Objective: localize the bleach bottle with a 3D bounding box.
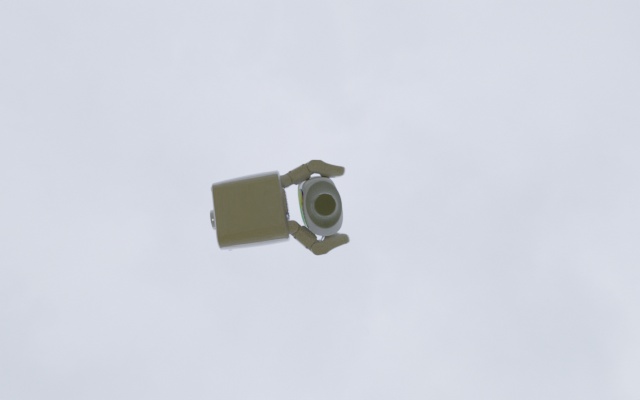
[{"bbox_3d":[0.000,0.002,0.733,0.068,0.102,0.251,-9,-2,-2],"label":"bleach bottle"}]
